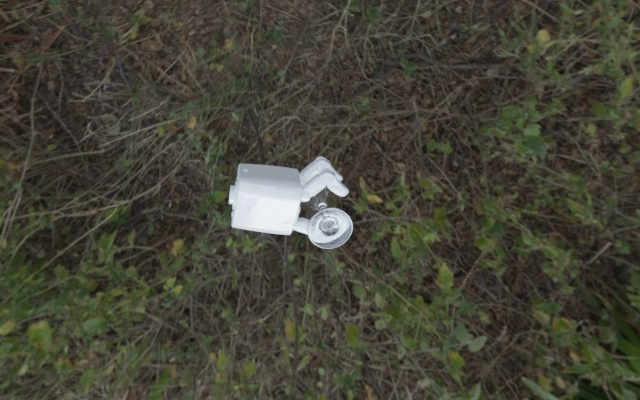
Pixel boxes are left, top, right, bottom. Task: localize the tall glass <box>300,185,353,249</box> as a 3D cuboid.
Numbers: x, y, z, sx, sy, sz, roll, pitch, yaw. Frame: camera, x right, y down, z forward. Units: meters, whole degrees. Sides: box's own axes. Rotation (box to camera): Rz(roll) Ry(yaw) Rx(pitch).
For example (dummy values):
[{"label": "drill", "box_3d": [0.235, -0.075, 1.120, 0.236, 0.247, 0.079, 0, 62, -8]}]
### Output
[{"label": "tall glass", "box_3d": [0.000, 0.003, 0.853, 0.079, 0.079, 0.201, 0, 26, -9]}]
